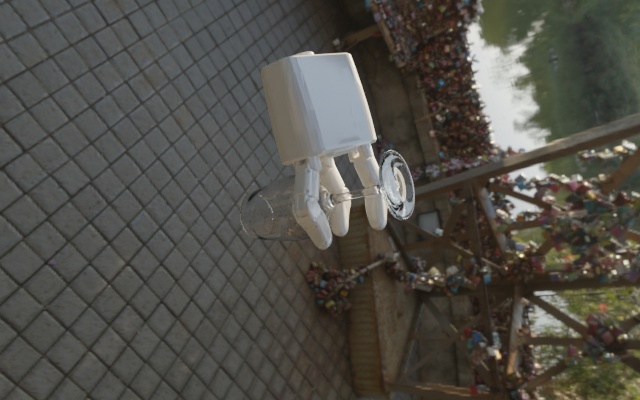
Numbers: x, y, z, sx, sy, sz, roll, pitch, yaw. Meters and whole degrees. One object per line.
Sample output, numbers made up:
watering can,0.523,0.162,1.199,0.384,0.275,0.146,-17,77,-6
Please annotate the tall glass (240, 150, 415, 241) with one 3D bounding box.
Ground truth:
tall glass,0.001,0.002,0.546,0.201,0.079,0.079,-13,-8,35
